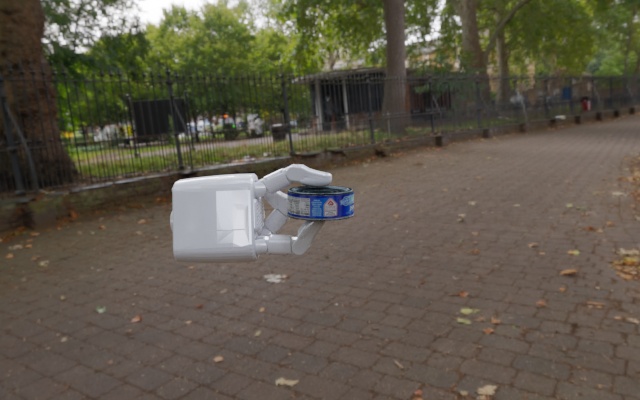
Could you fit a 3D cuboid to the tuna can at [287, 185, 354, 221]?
[{"bbox_3d":[0.000,0.001,0.606,0.086,0.034,0.086,0,9,0],"label":"tuna can"}]
